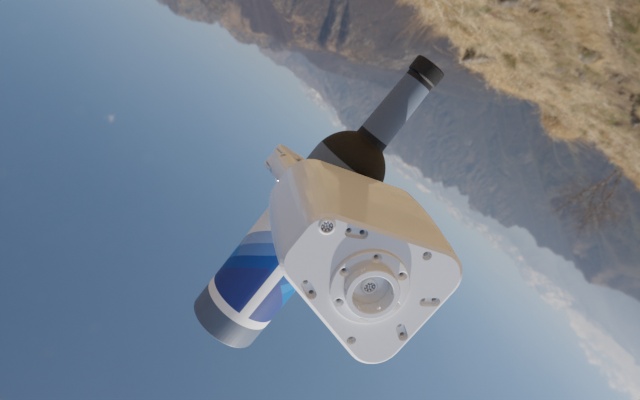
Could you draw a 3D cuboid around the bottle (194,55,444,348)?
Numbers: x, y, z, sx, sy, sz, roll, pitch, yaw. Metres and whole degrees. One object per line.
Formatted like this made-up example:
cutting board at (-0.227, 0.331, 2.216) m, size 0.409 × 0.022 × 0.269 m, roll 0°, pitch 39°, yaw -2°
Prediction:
bottle at (0.000, 0.002, 0.419) m, size 0.069 × 0.296 × 0.069 m, roll 37°, pitch 12°, yaw -9°
